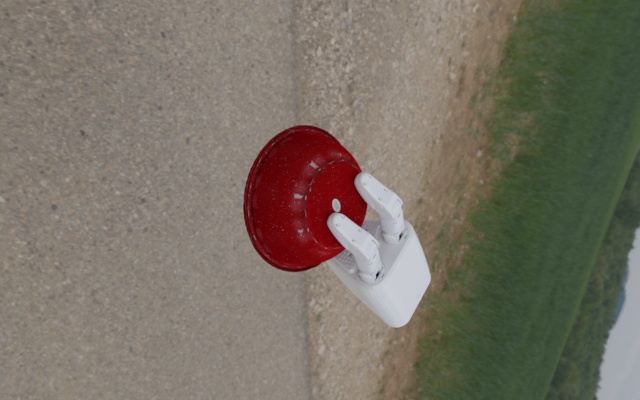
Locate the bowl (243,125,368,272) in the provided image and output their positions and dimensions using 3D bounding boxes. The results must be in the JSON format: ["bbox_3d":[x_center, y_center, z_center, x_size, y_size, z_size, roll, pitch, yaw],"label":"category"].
[{"bbox_3d":[0.000,0.001,0.503,0.162,0.162,0.055,0,6,-43],"label":"bowl"}]
